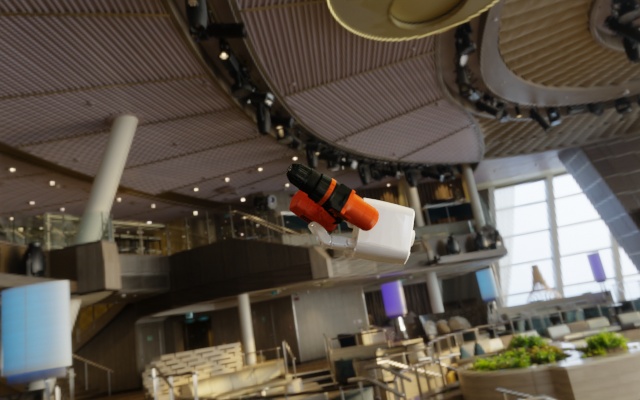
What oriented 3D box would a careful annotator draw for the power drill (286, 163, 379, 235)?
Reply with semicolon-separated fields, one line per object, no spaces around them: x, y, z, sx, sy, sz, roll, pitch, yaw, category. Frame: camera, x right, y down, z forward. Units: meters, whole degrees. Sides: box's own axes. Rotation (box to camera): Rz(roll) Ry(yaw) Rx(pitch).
0.000;0.003;0.899;0.184;0.057;0.187;34;-15;-10;power drill
